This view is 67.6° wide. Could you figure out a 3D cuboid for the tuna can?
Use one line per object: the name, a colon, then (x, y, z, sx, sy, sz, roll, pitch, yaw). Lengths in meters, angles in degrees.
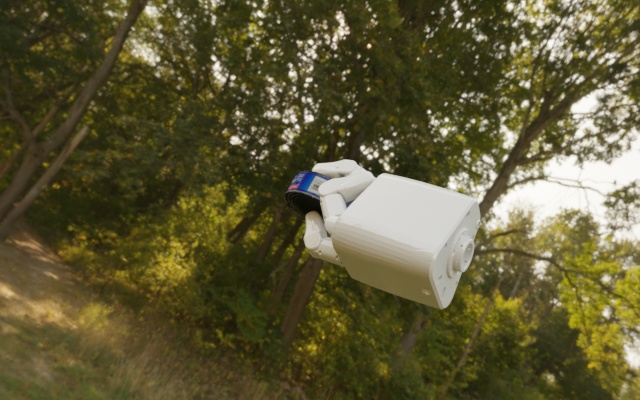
tuna can: (0.000, 0.001, 0.584, 0.086, 0.033, 0.086, 25, -23, 11)
